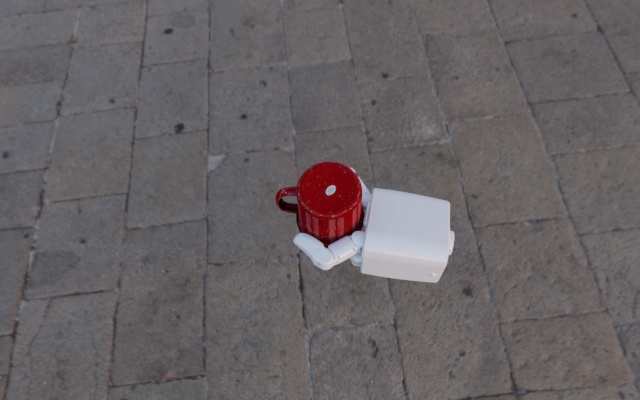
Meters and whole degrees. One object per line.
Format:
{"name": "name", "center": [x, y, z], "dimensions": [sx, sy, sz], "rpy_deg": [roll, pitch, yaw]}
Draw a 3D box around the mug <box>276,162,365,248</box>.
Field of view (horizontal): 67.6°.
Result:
{"name": "mug", "center": [-0.001, 0.002, 0.615], "dimensions": [0.117, 0.093, 0.081], "rpy_deg": [8, -27, 6]}
